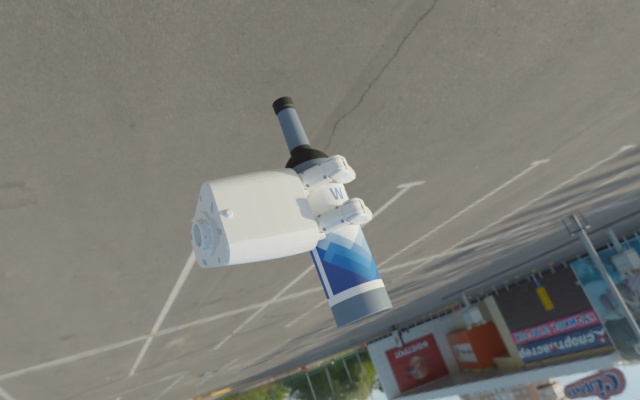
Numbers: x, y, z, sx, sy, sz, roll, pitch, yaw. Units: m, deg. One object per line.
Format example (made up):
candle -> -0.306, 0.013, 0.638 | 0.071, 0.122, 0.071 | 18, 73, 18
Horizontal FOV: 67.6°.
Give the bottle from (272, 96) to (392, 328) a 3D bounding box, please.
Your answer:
bottle -> 0.000, 0.002, 0.583 | 0.069, 0.295, 0.069 | -19, -18, -6
